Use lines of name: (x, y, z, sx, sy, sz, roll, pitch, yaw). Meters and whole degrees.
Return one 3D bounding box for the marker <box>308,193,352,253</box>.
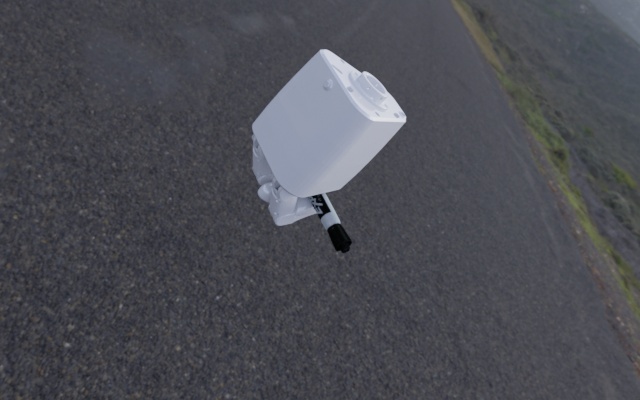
marker: (0.000, 0.002, 0.494, 0.020, 0.121, 0.020, -22, -27, -12)
